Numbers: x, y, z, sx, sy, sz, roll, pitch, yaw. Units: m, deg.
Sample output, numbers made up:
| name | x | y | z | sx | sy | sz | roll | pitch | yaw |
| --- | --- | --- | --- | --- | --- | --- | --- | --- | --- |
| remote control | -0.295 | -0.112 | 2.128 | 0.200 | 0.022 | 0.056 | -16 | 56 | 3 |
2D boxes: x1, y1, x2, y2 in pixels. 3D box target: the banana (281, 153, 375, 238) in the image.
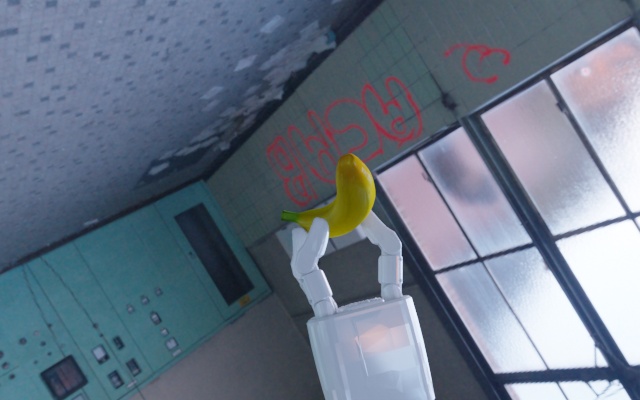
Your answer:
| name | x | y | z | sx | sy | sz | roll | pitch | yaw |
| --- | --- | --- | --- | --- | --- | --- | --- | --- | --- |
| banana | 0.016 | 0.006 | 0.494 | 0.069 | 0.037 | 0.198 | 13 | -22 | -17 |
